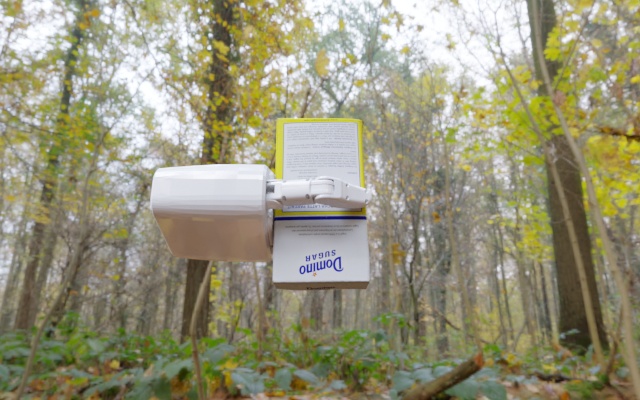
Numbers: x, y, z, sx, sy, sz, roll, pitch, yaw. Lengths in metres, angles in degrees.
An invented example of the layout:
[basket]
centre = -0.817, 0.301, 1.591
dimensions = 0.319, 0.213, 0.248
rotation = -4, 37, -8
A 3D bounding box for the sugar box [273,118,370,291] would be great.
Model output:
[sugar box]
centre = 0.000, 0.002, 0.489
dimensions = 0.093, 0.176, 0.048
rotation = 0, -19, 0
